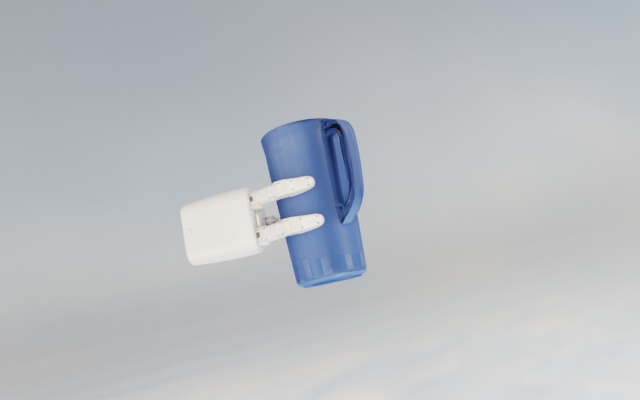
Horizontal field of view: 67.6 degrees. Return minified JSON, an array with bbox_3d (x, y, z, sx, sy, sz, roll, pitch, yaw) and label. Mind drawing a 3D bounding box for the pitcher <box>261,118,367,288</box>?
[{"bbox_3d":[0.000,0.002,0.727,0.145,0.242,0.149,-13,-11,3],"label":"pitcher"}]
